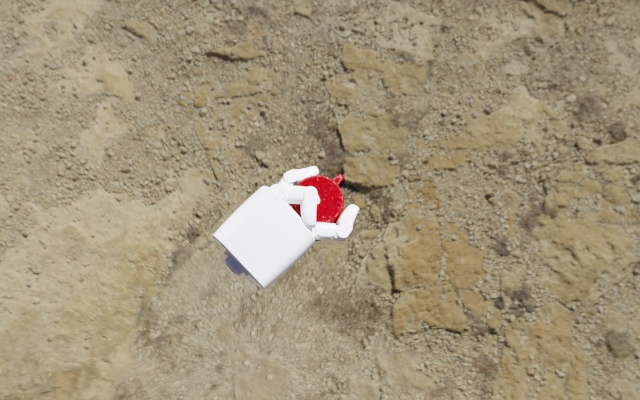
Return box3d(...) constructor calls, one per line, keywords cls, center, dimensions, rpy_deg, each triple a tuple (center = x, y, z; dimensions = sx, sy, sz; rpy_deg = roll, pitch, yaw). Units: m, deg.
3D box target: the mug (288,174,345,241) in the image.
box3d(cls="mug", center=(0.001, 0.002, 0.768), dimensions=(0.117, 0.093, 0.081), rpy_deg=(-44, -8, -19))
